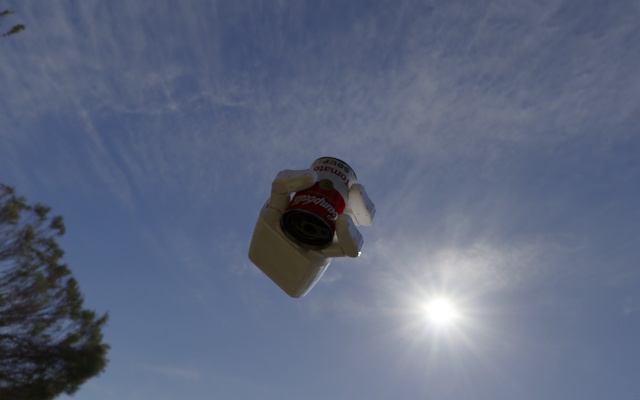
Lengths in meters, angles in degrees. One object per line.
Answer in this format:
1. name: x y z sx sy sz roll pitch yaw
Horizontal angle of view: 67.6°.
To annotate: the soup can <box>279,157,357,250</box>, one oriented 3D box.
1. soup can: 0.000 0.001 0.594 0.068 0.068 0.102 0 42 28
